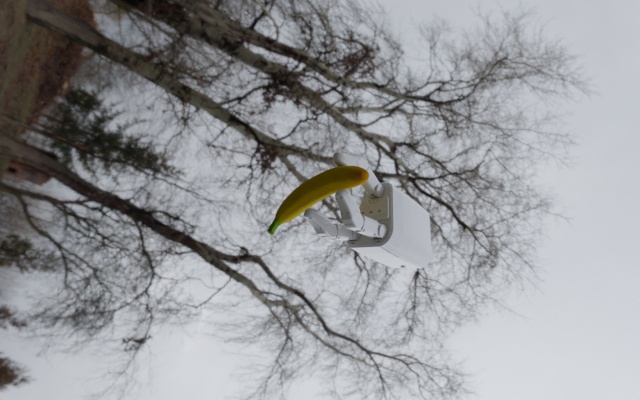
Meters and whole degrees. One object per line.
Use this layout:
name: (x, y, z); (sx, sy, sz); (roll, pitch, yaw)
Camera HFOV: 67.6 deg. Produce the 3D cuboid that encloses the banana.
banana: (-0.002, -0.010, 0.724); (0.198, 0.069, 0.037); (-32, -52, 32)
